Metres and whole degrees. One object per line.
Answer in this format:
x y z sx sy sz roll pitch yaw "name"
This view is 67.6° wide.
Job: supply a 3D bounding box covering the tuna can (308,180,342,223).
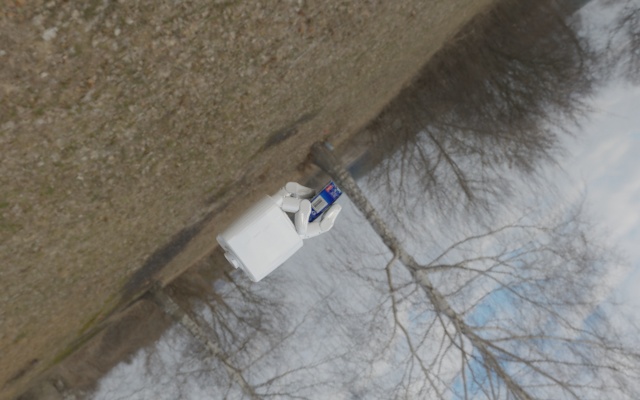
0.001 0.003 0.890 0.086 0.034 0.086 -43 1 1 "tuna can"
